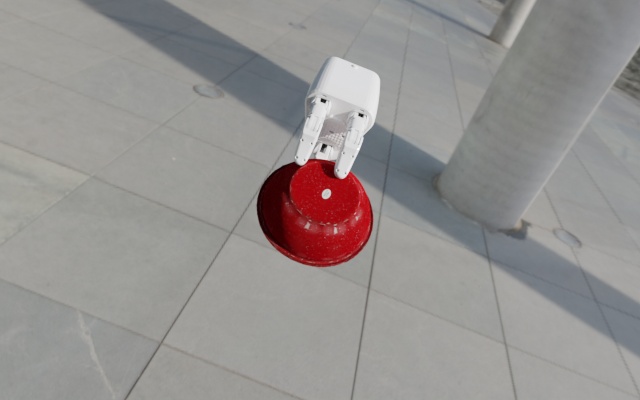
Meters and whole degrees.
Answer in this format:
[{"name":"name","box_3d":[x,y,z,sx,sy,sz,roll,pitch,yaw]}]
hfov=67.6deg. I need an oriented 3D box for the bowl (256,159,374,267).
[{"name":"bowl","box_3d":[0.000,0.003,0.621,0.162,0.162,0.055,0,-27,-15]}]
